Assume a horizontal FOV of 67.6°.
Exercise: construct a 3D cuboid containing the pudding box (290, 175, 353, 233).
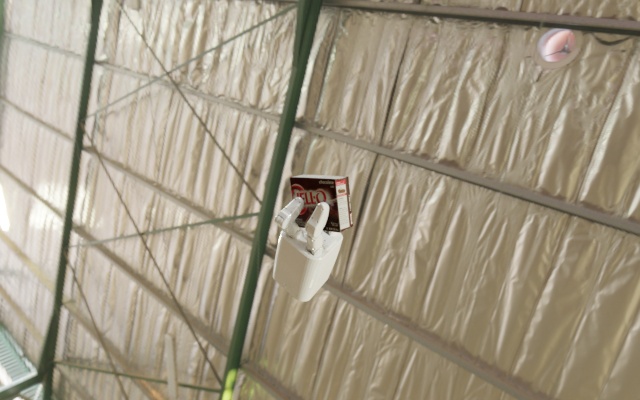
[{"bbox_3d":[0.000,0.003,0.811,0.113,0.090,0.039,4,15,43],"label":"pudding box"}]
